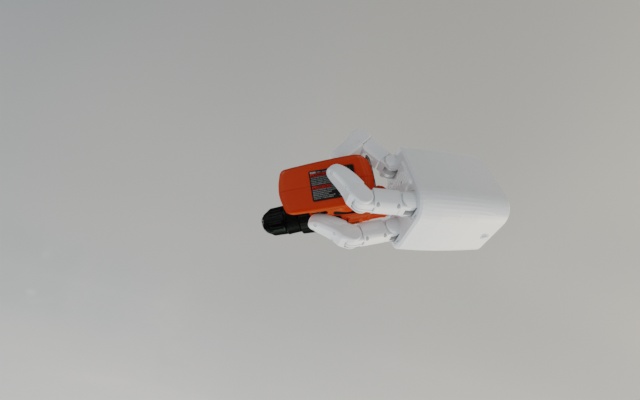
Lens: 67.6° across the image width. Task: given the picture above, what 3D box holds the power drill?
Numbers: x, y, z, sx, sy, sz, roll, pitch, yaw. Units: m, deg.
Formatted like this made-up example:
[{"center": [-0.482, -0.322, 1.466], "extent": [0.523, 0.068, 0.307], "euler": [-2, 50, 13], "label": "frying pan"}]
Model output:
[{"center": [0.000, 0.002, 0.606], "extent": [0.184, 0.057, 0.188], "euler": [-13, -11, 4], "label": "power drill"}]
